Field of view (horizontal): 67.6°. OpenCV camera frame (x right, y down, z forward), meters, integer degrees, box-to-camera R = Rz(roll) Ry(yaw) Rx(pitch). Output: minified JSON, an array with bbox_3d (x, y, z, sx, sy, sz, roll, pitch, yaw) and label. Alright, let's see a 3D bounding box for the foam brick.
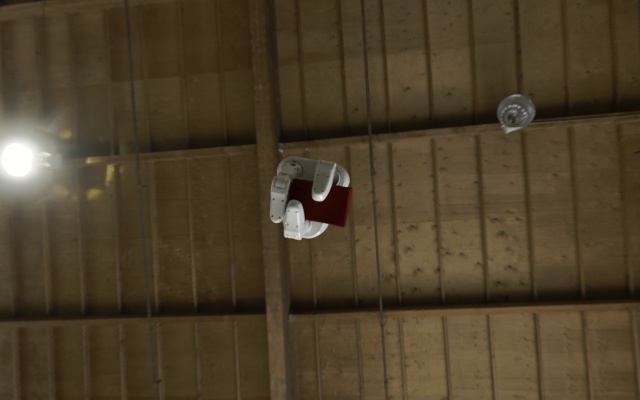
[{"bbox_3d":[0.000,0.002,0.632,0.078,0.053,0.051,11,3,8],"label":"foam brick"}]
